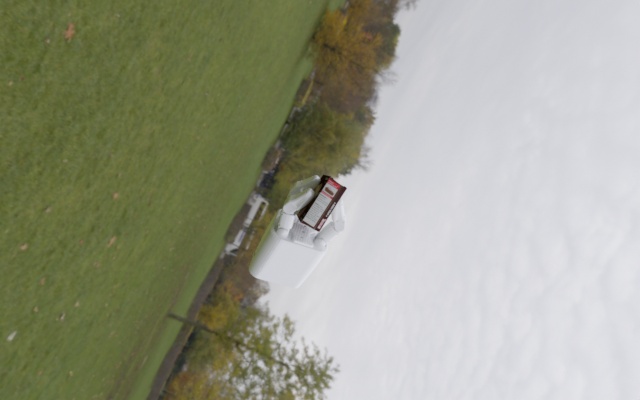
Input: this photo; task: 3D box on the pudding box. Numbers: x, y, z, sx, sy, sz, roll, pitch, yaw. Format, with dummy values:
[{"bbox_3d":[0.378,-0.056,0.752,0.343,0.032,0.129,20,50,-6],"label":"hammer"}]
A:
[{"bbox_3d":[0.000,0.003,0.816,0.039,0.090,0.113,32,0,-9],"label":"pudding box"}]
